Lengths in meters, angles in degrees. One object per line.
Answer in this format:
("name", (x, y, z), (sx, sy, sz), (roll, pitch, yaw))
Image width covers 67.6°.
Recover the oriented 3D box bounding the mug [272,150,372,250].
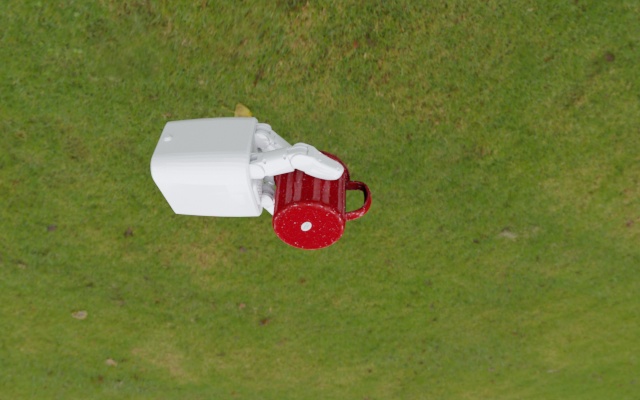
("mug", (0.002, 0.002, 0.549), (0.117, 0.081, 0.093), (-1, -44, 4))
